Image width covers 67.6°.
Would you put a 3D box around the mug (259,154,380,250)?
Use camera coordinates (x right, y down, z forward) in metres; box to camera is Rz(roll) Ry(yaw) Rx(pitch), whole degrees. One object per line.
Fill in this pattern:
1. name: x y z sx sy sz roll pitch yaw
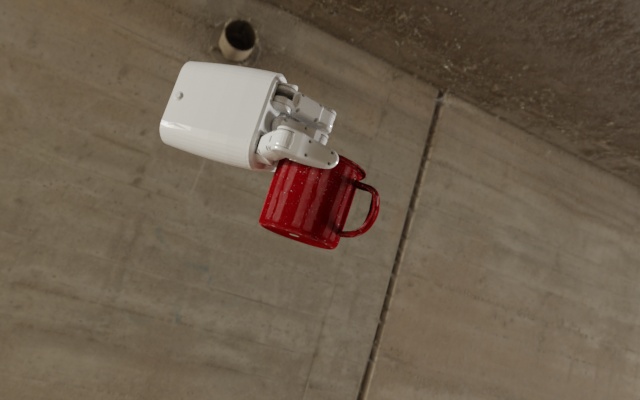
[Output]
1. mug: 0.001 0.002 0.466 0.117 0.081 0.093 15 -11 20
